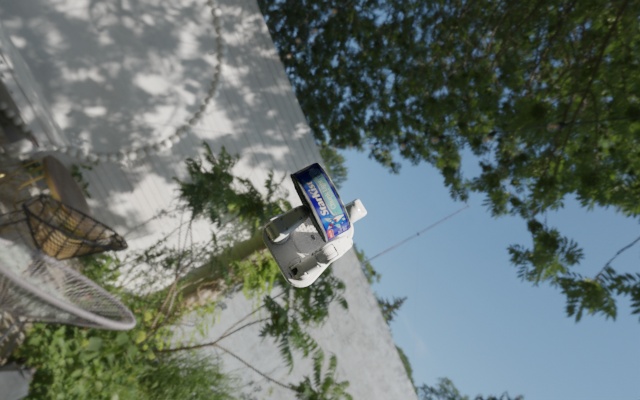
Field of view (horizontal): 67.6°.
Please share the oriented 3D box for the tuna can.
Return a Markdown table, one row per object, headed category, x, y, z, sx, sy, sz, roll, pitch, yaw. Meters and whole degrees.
| category | x | y | z | sx | sy | sz | roll | pitch | yaw |
| --- | --- | --- | --- | --- | --- | --- | --- | --- | --- |
| tuna can | 0.001 | 0.001 | 0.533 | 0.034 | 0.086 | 0.086 | -27 | 3 | -6 |
